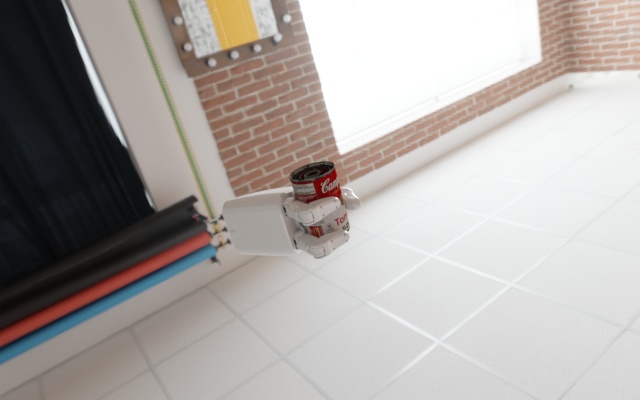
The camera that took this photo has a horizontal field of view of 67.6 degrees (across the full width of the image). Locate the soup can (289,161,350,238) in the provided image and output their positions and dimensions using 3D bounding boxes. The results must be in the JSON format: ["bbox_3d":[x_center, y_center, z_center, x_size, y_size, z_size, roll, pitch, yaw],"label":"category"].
[{"bbox_3d":[0.001,0.002,0.699,0.068,0.102,0.068,-13,22,6],"label":"soup can"}]
